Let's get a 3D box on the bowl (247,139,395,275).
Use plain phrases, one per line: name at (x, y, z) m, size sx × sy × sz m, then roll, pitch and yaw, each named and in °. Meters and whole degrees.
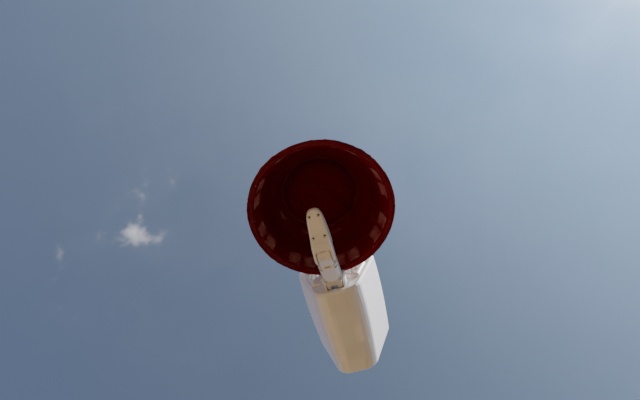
bowl at (0.000, 0.000, 0.541) m, size 0.162 × 0.162 × 0.055 m, roll 0°, pitch 24°, yaw -2°
